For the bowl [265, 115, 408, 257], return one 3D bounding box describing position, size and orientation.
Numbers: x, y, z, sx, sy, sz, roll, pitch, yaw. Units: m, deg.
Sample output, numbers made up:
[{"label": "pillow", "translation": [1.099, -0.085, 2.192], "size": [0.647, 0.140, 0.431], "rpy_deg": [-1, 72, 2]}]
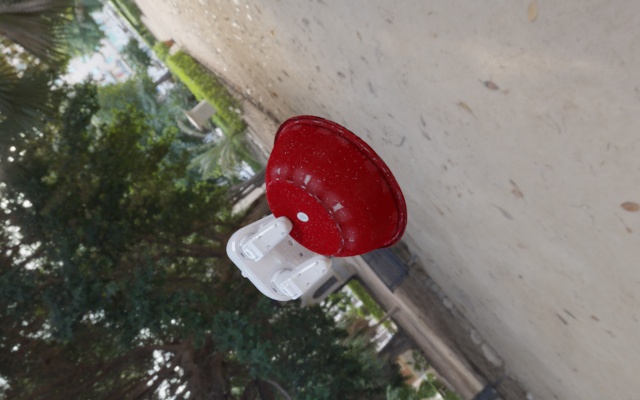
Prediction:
[{"label": "bowl", "translation": [0.000, 0.001, 0.456], "size": [0.162, 0.162, 0.055], "rpy_deg": [0, 37, 50]}]
